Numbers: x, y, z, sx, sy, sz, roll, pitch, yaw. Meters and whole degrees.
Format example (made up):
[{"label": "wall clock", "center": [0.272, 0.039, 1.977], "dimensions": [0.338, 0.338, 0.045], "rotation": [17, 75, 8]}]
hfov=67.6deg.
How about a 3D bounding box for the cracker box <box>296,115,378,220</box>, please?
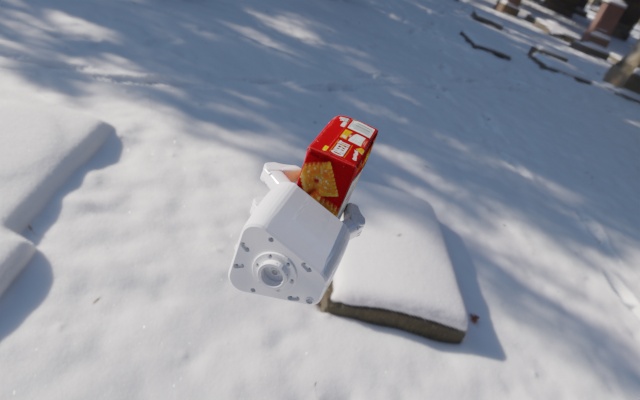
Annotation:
[{"label": "cracker box", "center": [0.000, 0.002, 0.675], "dimensions": [0.072, 0.214, 0.164], "rotation": [24, 29, 4]}]
